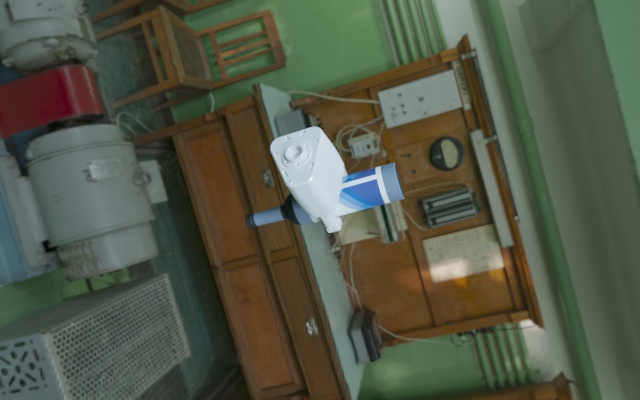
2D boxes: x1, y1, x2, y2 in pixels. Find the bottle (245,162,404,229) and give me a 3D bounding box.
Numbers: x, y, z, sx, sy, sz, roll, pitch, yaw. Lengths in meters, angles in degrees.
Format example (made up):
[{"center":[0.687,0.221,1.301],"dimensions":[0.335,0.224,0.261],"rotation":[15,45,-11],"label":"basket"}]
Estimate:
[{"center":[0.000,0.003,0.870],"dimensions":[0.296,0.069,0.069],"rotation":[-15,-4,14],"label":"bottle"}]
